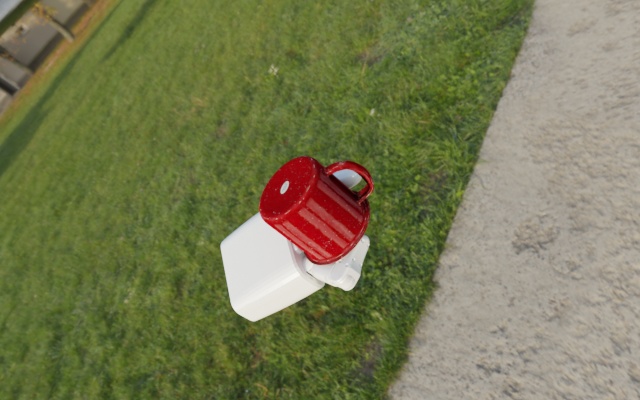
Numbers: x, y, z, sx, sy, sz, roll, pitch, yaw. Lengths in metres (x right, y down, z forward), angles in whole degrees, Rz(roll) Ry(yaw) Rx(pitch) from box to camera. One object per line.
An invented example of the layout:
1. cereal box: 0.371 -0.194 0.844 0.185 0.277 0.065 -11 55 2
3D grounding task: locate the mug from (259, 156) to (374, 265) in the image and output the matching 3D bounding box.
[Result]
1. mug: 0.001 0.001 0.491 0.117 0.093 0.081 -34 -53 23
